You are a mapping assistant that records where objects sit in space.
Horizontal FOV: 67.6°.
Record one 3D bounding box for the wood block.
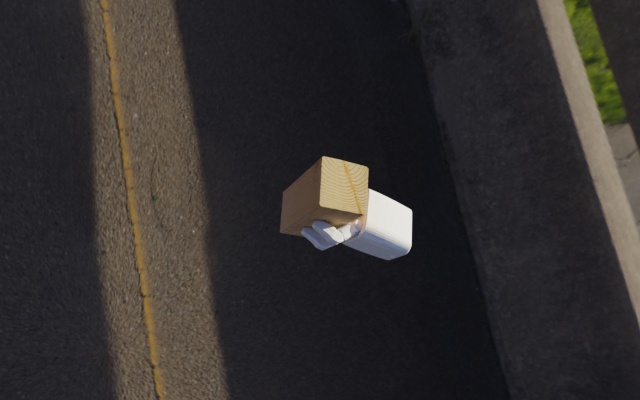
[{"bbox_3d":[0.001,0.003,0.891,0.090,0.090,0.206,11,-20,-21],"label":"wood block"}]
